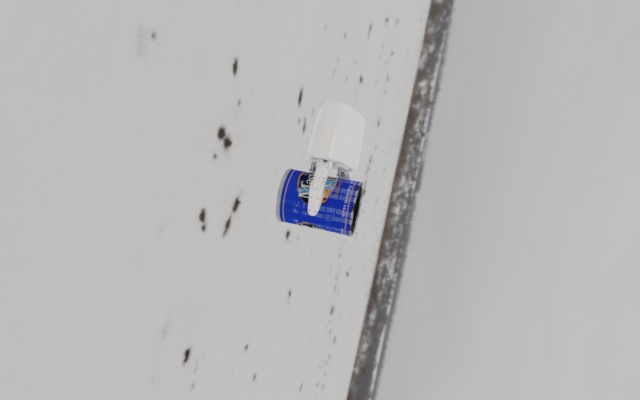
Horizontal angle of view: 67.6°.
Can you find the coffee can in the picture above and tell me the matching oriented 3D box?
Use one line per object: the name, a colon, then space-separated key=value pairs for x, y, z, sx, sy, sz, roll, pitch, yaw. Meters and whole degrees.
coffee can: x=0.000 y=0.003 z=0.884 sx=0.140 sy=0.103 sz=0.103 roll=11 pitch=2 yaw=10
